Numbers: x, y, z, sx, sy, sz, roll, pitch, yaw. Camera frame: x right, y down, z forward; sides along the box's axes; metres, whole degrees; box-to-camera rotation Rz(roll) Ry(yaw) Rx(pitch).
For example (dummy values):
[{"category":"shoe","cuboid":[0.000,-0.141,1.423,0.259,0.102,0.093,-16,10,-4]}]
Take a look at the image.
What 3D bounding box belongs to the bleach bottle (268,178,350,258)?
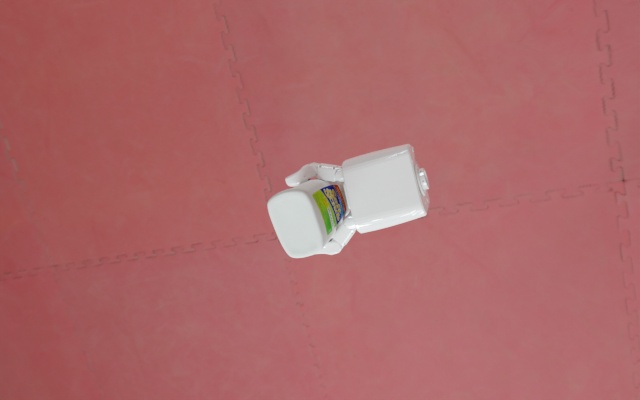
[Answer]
[{"category":"bleach bottle","cuboid":[0.000,0.003,0.773,0.068,0.102,0.250,-16,10,20]}]
